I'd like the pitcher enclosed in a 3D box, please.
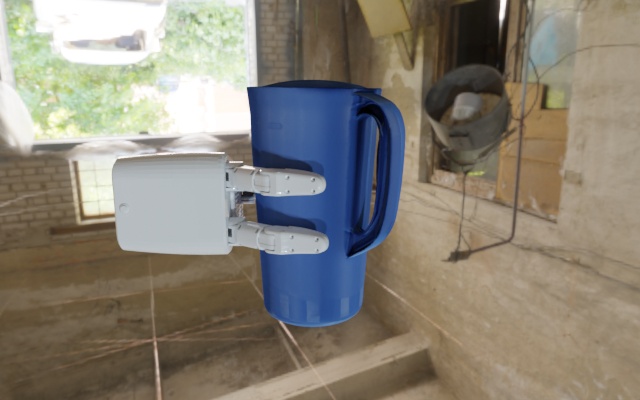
[{"bbox_3d":[0.000,0.002,0.488,0.145,0.243,0.149,0,13,-1],"label":"pitcher"}]
